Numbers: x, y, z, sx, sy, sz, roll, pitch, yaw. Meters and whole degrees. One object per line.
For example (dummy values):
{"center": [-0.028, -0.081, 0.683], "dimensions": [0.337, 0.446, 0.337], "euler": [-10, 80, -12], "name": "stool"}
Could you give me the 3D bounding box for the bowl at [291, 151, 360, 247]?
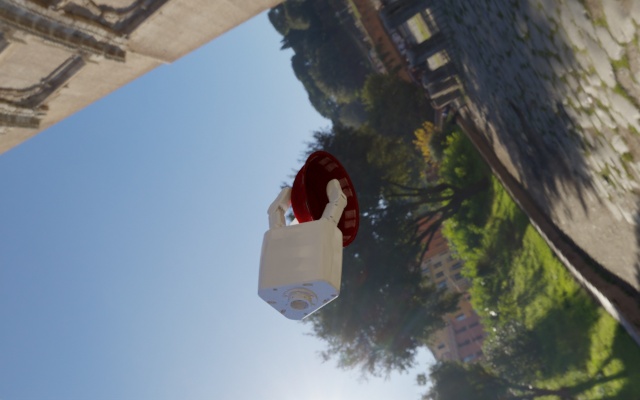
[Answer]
{"center": [0.000, 0.002, 0.786], "dimensions": [0.055, 0.162, 0.162], "euler": [-17, -9, 32], "name": "bowl"}
